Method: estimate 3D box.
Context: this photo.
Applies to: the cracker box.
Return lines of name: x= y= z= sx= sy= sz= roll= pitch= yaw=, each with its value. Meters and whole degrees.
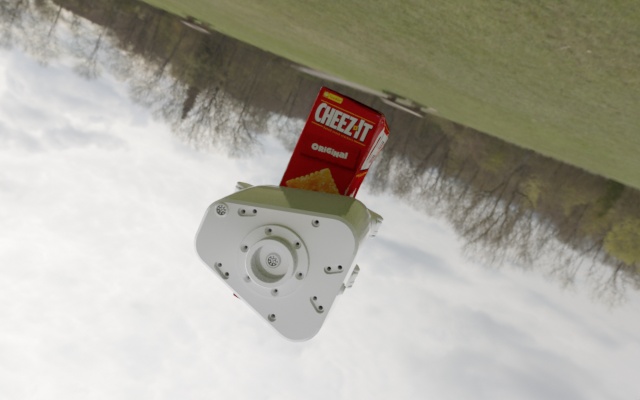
cracker box: x=0.000 y=0.002 z=0.510 sx=0.072 sy=0.214 sz=0.164 roll=26 pitch=8 yaw=6
